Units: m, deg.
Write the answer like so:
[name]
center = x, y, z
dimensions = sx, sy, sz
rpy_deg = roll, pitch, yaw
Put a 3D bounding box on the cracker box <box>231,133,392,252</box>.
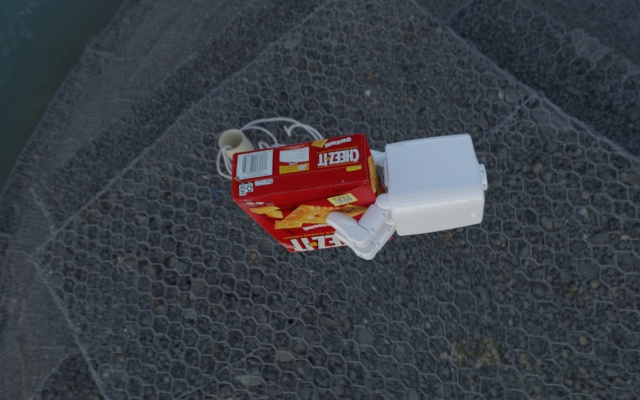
[cracker box]
center = 0.000, 0.002, 0.634
dimensions = 0.164, 0.072, 0.214
rpy_deg = -8, -25, 13
